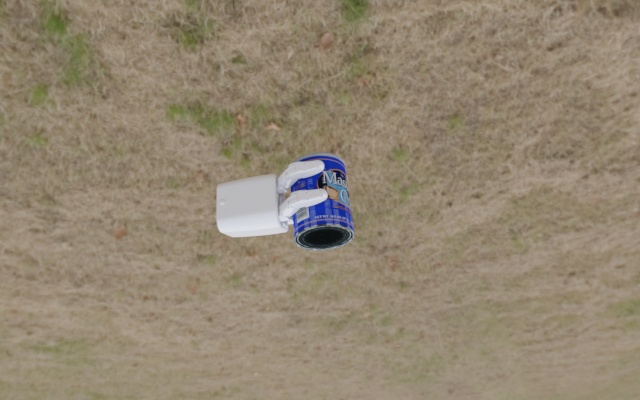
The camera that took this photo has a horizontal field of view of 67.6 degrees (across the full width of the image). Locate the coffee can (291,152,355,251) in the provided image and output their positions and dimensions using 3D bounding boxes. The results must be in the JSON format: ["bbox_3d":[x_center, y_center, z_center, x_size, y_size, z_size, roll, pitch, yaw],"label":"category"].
[{"bbox_3d":[0.000,0.003,0.828,0.103,0.140,0.103,-5,-28,-2],"label":"coffee can"}]
